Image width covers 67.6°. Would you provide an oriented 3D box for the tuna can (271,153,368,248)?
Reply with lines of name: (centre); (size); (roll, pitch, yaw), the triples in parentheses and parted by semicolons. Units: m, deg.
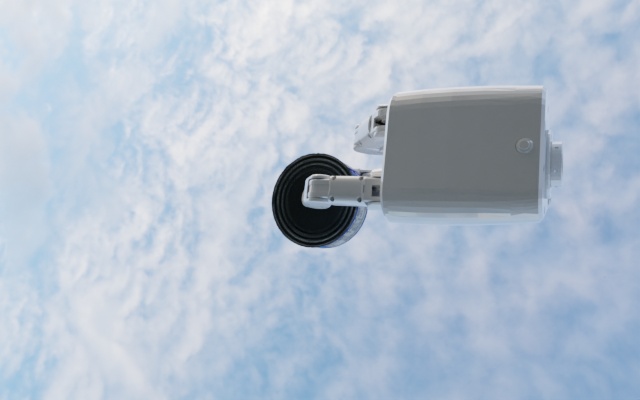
tuna can: (0.000, 0.002, 0.441); (0.086, 0.086, 0.034); (0, -8, 25)
